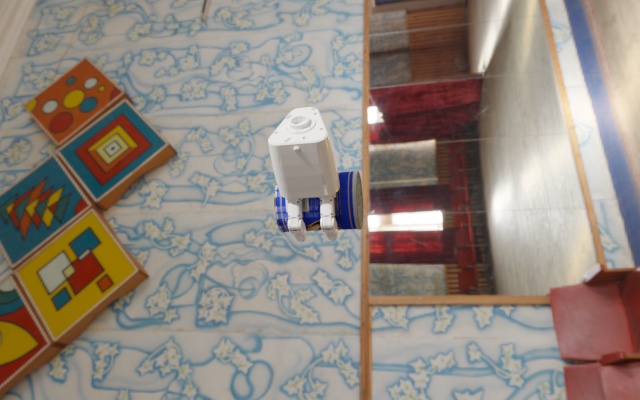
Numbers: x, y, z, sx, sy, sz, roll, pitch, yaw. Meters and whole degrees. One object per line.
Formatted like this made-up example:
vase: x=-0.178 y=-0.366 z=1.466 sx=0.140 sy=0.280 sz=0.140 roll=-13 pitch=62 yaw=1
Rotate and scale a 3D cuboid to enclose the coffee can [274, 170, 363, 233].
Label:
coffee can: x=0.000 y=0.003 z=0.838 sx=0.140 sy=0.103 sz=0.103 roll=-3 pitch=-1 yaw=11
